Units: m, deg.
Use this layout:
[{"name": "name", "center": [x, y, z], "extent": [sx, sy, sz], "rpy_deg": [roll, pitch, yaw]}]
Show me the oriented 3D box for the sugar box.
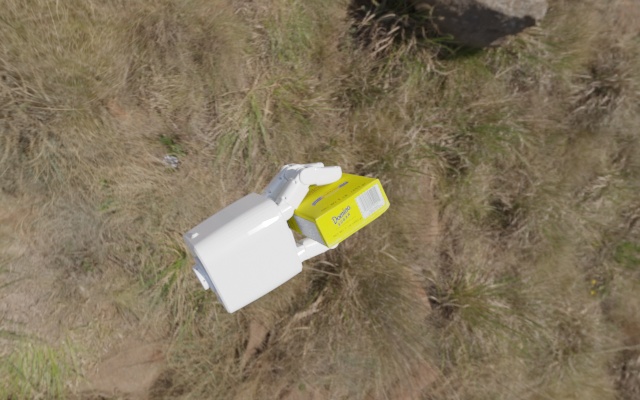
[{"name": "sugar box", "center": [0.000, 0.002, 0.610], "extent": [0.093, 0.048, 0.176], "rpy_deg": [-32, 23, -19]}]
